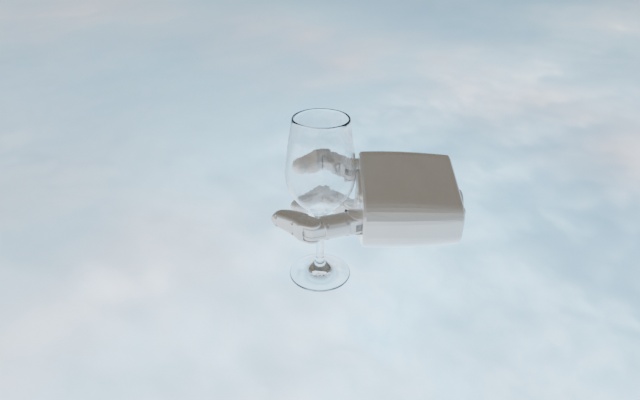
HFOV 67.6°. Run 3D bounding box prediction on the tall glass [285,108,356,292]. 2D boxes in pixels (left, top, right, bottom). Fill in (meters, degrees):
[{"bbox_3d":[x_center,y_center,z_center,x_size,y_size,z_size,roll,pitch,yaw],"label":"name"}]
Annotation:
[{"bbox_3d":[0.000,0.002,0.539,0.079,0.201,0.079,0,30,0],"label":"tall glass"}]
